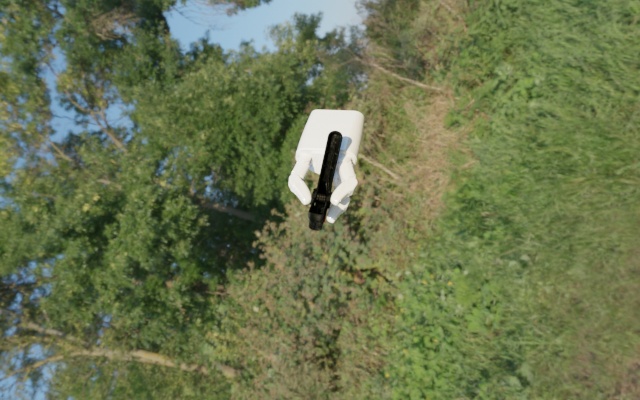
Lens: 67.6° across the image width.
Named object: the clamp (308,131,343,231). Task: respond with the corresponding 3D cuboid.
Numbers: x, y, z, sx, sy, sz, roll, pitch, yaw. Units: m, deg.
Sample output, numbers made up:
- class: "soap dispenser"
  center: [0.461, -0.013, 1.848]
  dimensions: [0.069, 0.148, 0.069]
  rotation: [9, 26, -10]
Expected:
- class: "clamp"
  center: [-0.001, 0.003, 0.830]
  dimensions: [0.036, 0.164, 0.210]
  rotation: [14, -32, 2]
